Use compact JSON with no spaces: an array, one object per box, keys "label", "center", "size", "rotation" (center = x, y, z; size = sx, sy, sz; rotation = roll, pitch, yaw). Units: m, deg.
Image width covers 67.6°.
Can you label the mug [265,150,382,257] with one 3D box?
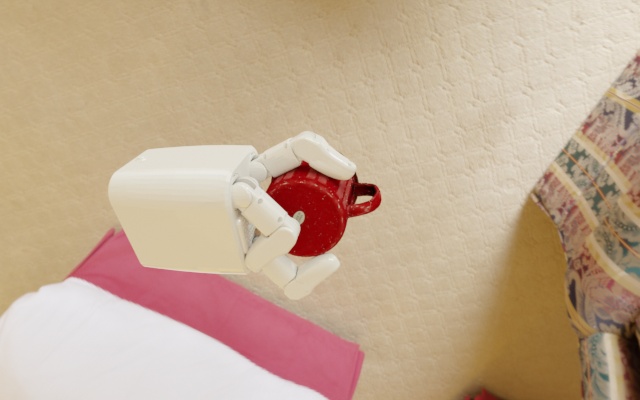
[{"label":"mug","center":[0.001,0.002,0.461],"size":[0.117,0.093,0.081],"rotation":[0,25,9]}]
